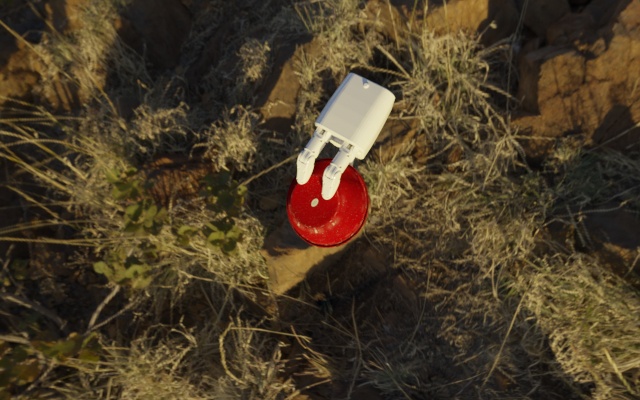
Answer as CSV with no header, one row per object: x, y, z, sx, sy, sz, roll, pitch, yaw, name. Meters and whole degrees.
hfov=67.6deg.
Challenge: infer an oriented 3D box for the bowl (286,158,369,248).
0.000,0.004,0.833,0.162,0.162,0.055,0,-3,24,bowl
